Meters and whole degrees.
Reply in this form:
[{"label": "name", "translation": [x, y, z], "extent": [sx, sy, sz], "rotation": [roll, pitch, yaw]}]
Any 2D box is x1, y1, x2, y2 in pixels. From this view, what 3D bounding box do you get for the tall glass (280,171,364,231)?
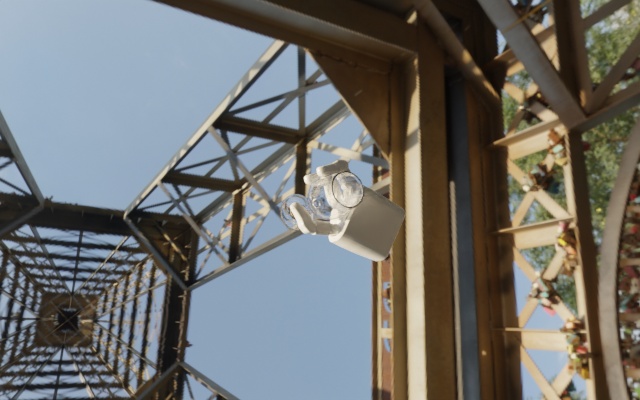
[{"label": "tall glass", "translation": [0.000, 0.003, 0.864], "extent": [0.079, 0.079, 0.201], "rotation": [0, -12, -27]}]
